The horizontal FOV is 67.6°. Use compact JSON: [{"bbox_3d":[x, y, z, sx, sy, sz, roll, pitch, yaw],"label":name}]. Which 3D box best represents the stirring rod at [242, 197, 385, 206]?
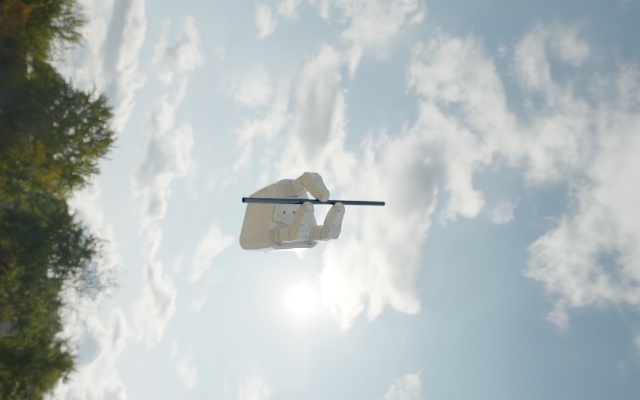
[{"bbox_3d":[0.000,0.002,0.676,0.239,0.011,0.011,2,-1,-35],"label":"stirring rod"}]
